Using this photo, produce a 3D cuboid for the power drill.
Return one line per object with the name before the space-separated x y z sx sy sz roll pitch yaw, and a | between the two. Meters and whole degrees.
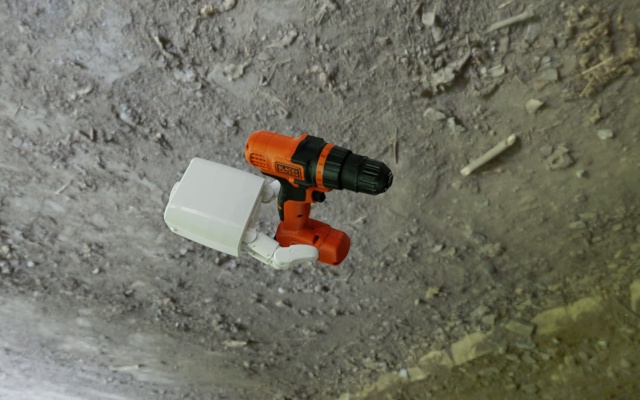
power drill | 0.000 0.002 0.614 0.184 0.188 0.057 17 48 20
